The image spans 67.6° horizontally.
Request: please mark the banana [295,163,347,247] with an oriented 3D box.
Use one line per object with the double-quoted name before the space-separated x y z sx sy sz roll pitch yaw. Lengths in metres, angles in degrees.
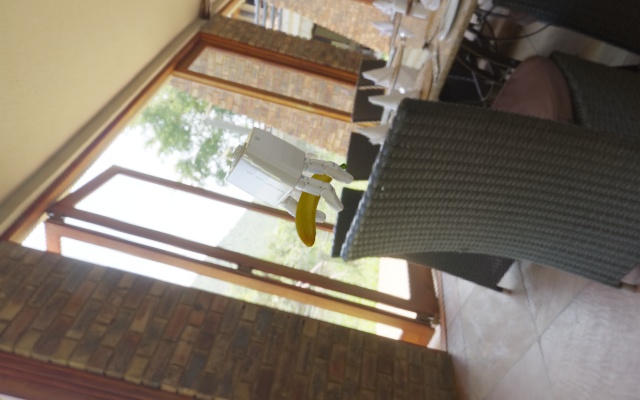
"banana" -0.012 0.004 0.884 0.069 0.197 0.037 -14 -47 42
